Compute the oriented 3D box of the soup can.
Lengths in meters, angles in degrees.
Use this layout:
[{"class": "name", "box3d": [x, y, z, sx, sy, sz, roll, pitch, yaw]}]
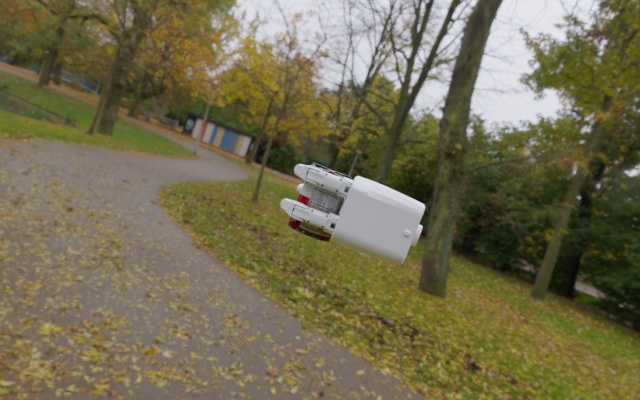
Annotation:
[{"class": "soup can", "box3d": [0.000, 0.002, 0.715, 0.068, 0.102, 0.068, 21, 3, -1]}]
